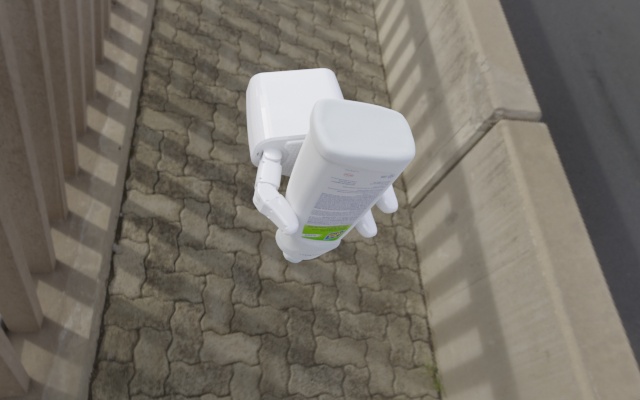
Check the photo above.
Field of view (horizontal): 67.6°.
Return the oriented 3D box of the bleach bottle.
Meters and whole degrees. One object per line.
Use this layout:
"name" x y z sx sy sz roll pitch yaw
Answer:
"bleach bottle" 0.000 0.002 0.520 0.102 0.068 0.251 4 -34 -21
